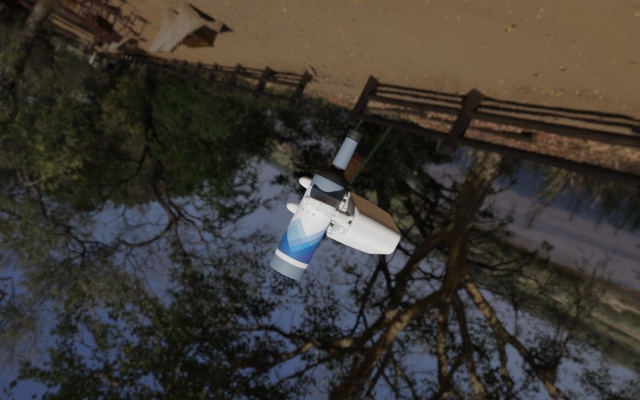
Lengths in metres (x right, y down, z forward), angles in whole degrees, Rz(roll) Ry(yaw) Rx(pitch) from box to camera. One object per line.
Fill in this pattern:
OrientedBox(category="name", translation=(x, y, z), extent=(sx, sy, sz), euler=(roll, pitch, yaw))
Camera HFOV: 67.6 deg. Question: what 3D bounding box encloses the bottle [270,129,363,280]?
OrientedBox(category="bottle", translation=(0.000, 0.003, 0.897), extent=(0.069, 0.296, 0.069), euler=(27, 2, -1))
